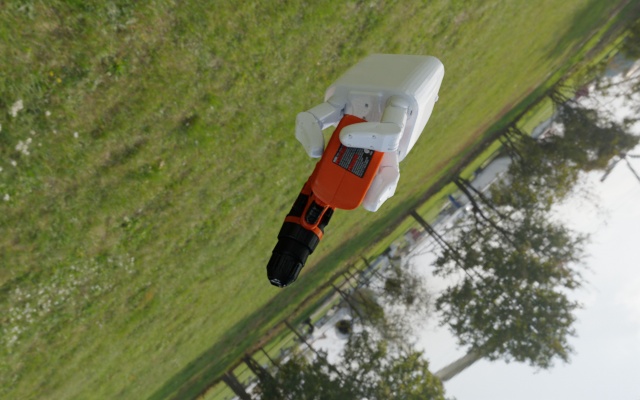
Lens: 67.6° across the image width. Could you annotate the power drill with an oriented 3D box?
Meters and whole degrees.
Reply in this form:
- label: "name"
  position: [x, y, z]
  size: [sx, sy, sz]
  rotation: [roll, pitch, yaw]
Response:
- label: "power drill"
  position: [0.000, 0.001, 0.545]
  size: [0.057, 0.184, 0.188]
  rotation: [27, -26, -7]
